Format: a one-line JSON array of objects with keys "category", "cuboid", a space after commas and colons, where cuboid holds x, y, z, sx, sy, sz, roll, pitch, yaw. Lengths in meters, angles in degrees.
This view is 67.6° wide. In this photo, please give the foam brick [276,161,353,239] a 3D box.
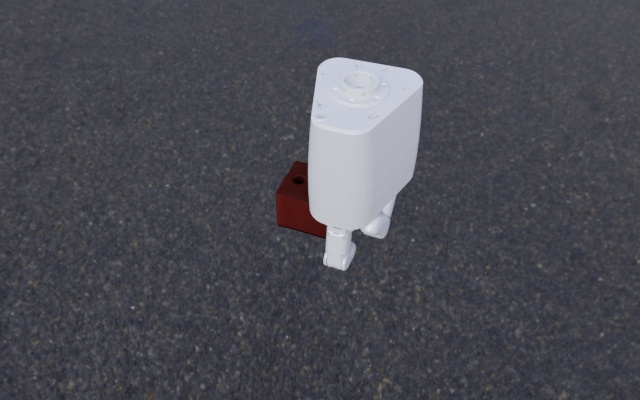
[{"category": "foam brick", "cuboid": [0.000, 0.002, 0.484, 0.078, 0.051, 0.053, 15, 49, 15]}]
